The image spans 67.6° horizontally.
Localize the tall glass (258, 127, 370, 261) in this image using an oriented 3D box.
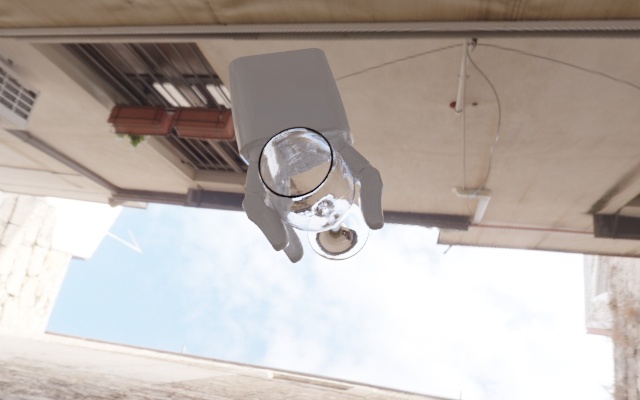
[{"bbox_3d":[0.000,0.002,0.467,0.079,0.079,0.201,0,-19,12],"label":"tall glass"}]
